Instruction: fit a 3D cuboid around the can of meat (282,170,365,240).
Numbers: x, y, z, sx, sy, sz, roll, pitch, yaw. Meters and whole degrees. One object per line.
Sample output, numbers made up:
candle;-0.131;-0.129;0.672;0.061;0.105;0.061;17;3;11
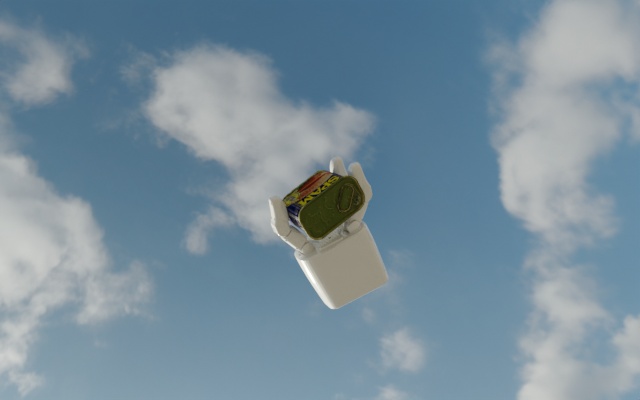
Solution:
can of meat;0.000;0.002;0.695;0.102;0.057;0.084;-37;24;-14
